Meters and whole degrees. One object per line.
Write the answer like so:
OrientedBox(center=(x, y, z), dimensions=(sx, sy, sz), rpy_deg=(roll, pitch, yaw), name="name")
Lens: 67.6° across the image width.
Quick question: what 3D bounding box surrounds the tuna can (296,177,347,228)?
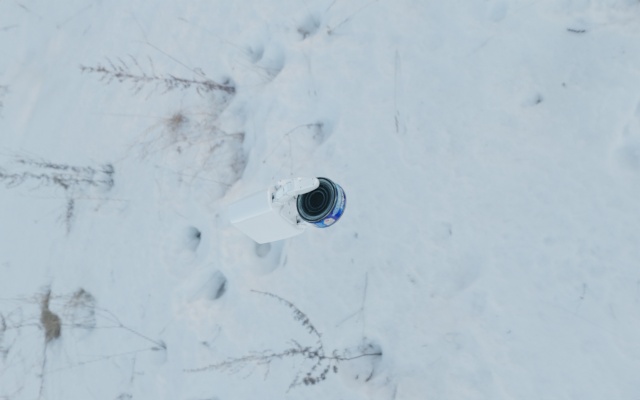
OrientedBox(center=(0.000, 0.003, 0.832), dimensions=(0.086, 0.086, 0.034), rpy_deg=(0, -18, 34), name="tuna can")
